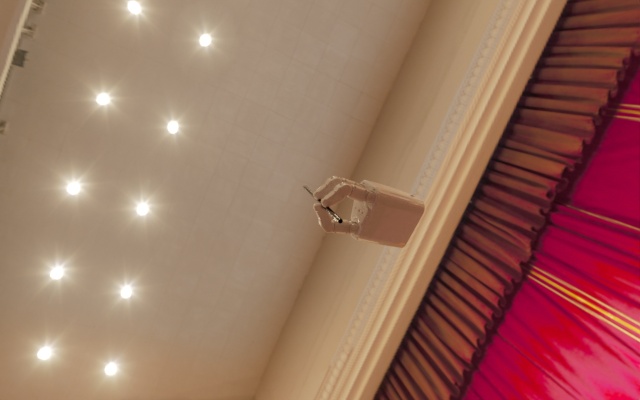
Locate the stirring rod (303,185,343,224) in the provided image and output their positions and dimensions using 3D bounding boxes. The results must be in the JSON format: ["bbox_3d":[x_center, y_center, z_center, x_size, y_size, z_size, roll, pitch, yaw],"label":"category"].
[{"bbox_3d":[0.000,0.003,0.891,0.011,0.011,0.239,0,15,-16],"label":"stirring rod"}]
